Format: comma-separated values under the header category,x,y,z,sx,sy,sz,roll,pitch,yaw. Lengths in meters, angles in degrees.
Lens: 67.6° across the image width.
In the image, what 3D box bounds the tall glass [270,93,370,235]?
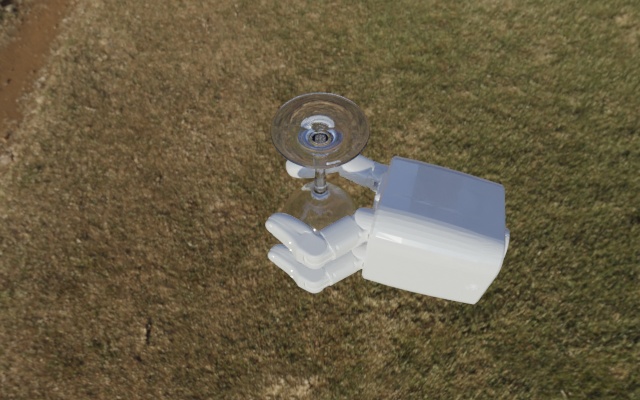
category,x,y,z,sx,sy,sz,roll,pitch,yaw
tall glass,0.000,0.001,0.436,0.079,0.079,0.201,0,-33,0
